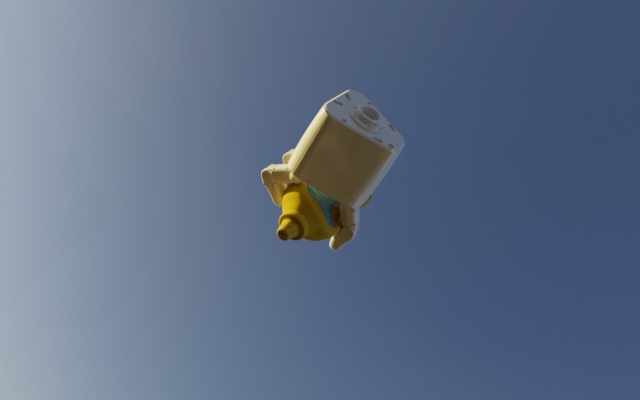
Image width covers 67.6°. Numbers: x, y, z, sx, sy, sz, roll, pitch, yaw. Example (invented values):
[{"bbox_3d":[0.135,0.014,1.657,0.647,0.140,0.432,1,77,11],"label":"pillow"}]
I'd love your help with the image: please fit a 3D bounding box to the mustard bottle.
[{"bbox_3d":[0.000,0.002,0.677,0.058,0.096,0.191,-24,11,40],"label":"mustard bottle"}]
